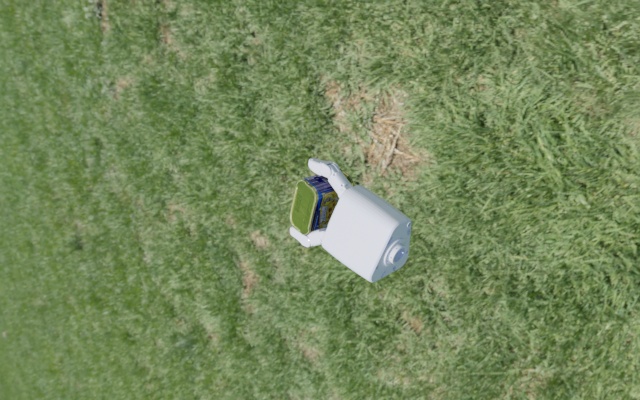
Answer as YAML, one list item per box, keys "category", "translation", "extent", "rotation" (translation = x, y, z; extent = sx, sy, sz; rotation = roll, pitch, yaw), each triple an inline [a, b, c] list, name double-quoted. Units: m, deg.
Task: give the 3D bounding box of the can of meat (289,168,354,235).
- category: "can of meat"
  translation: [0.000, 0.003, 0.807]
  extent: [0.084, 0.102, 0.057]
  rotation: [-19, 45, -40]
